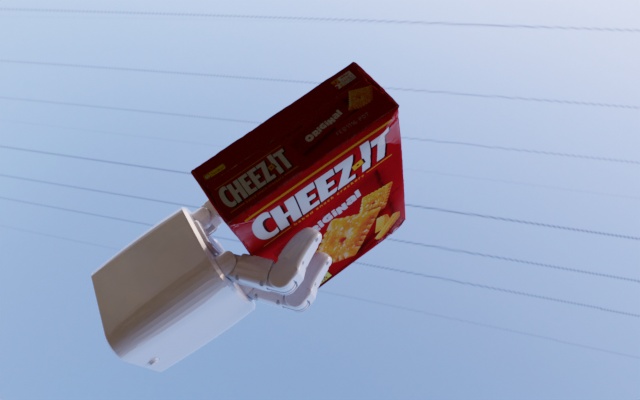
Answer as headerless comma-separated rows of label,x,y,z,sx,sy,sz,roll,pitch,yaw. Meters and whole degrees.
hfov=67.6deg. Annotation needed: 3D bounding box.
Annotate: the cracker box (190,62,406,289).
cracker box,0.000,0.001,0.459,0.164,0.072,0.214,-36,-28,-8
